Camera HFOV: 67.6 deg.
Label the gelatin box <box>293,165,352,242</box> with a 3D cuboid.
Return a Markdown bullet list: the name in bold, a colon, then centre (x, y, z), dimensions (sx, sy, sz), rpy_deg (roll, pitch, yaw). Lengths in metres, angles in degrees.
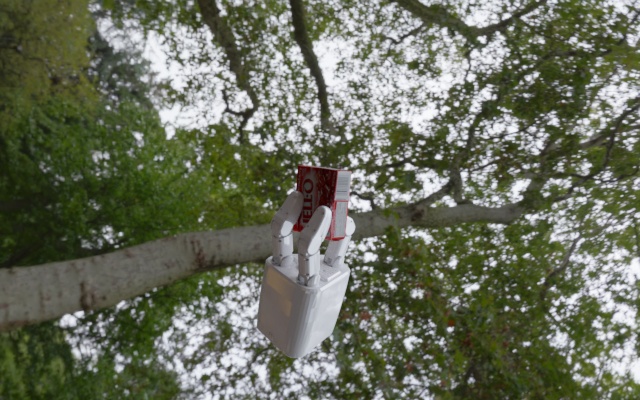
- **gelatin box**: centre (0.000, 0.002, 0.610), dimensions (0.030, 0.089, 0.073), rpy_deg (0, 7, -44)
